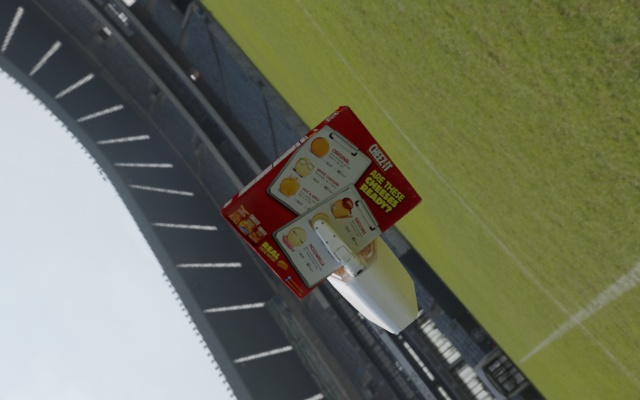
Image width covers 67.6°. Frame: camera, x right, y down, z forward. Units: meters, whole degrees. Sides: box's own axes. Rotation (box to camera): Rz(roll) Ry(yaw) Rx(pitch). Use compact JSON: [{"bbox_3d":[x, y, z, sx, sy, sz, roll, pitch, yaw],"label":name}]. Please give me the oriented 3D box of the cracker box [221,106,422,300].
[{"bbox_3d":[0.000,0.002,0.648,0.214,0.164,0.072,-40,14,2],"label":"cracker box"}]
